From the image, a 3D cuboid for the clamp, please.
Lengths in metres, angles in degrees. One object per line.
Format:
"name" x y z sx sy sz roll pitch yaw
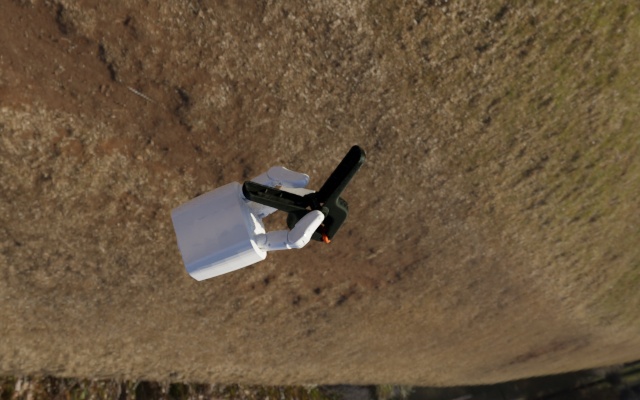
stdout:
"clamp" 0.000 0.003 0.685 0.164 0.036 0.210 -21 -31 5
